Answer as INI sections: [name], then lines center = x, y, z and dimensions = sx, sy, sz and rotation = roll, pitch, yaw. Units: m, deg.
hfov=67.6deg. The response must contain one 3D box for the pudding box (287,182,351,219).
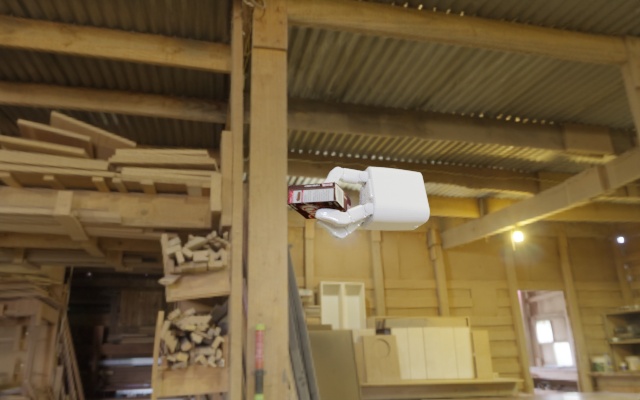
[pudding box]
center = 0.000, 0.003, 0.858
dimensions = 0.090, 0.039, 0.113
rotation = -4, -19, 16
